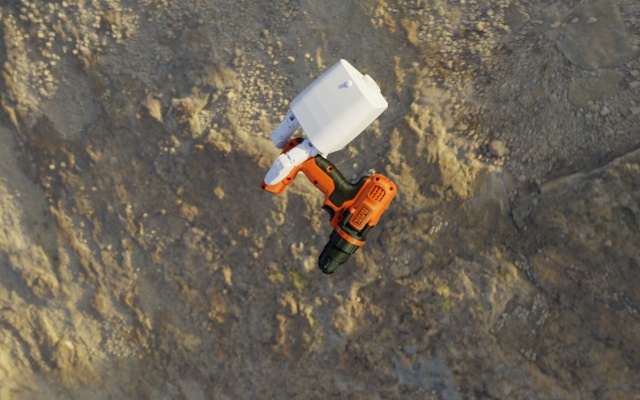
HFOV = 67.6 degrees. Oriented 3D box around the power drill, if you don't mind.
[{"bbox_3d":[0.000,0.002,0.764,0.187,0.184,0.057,35,12,5],"label":"power drill"}]
